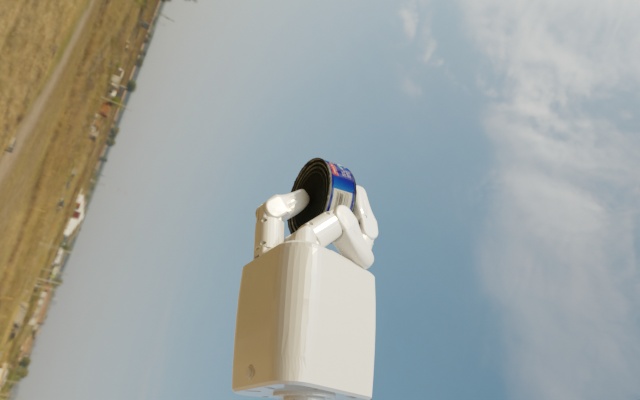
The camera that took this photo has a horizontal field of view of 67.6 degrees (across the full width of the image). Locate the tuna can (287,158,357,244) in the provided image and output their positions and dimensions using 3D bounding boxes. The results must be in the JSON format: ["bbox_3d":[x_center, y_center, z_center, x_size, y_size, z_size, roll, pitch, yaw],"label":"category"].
[{"bbox_3d":[0.001,0.002,0.490,0.034,0.086,0.086,16,-8,-28],"label":"tuna can"}]
